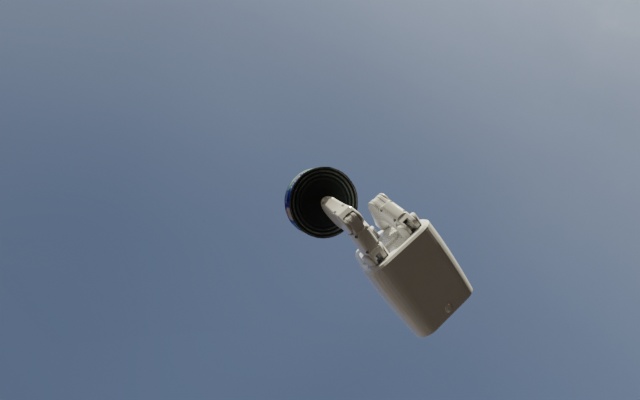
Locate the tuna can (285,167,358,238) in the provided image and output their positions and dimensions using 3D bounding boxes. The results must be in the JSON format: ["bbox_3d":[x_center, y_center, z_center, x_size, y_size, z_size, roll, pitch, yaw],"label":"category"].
[{"bbox_3d":[0.000,0.002,0.582,0.086,0.086,0.034,0,2,-17],"label":"tuna can"}]
